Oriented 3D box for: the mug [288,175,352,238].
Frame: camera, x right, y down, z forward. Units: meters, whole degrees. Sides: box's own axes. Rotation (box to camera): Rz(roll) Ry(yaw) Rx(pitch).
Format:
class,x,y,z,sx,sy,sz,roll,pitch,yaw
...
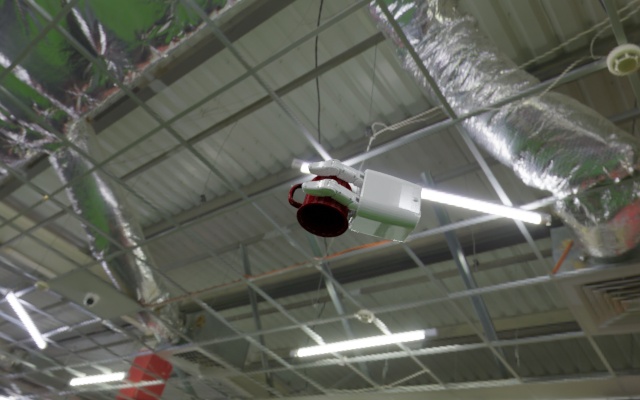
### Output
class,x,y,z,sx,sy,sz,roll,pitch,yaw
mug,-0.001,0.002,0.855,0.117,0.081,0.093,17,-40,-1
